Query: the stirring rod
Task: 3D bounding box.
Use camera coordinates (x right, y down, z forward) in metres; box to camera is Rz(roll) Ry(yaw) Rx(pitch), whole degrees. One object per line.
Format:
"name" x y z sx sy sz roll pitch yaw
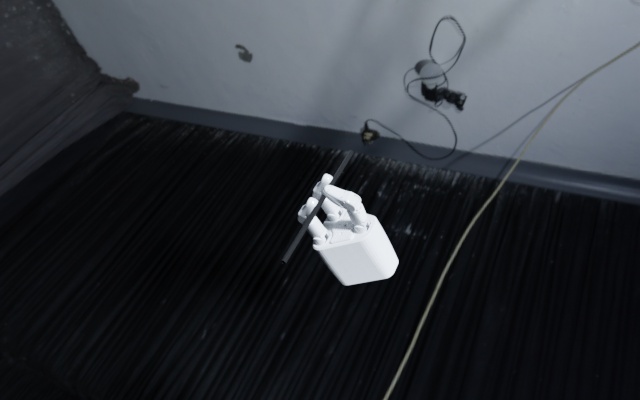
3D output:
"stirring rod" 0.000 0.002 0.738 0.011 0.239 0.011 21 -36 16
